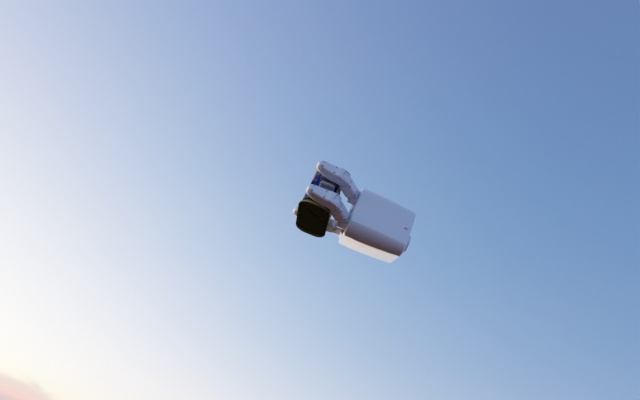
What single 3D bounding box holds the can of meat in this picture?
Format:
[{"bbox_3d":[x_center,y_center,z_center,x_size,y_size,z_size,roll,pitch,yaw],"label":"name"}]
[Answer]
[{"bbox_3d":[0.000,0.003,0.849,0.057,0.084,0.102,21,-33,7],"label":"can of meat"}]
